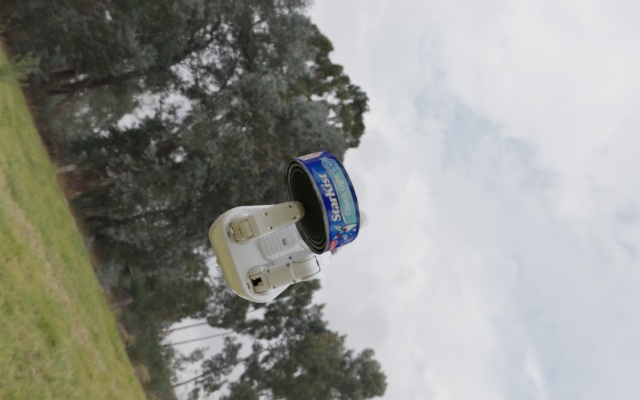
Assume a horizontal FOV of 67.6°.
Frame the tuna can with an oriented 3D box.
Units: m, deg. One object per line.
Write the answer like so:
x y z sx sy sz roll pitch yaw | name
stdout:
0.001 0.001 0.414 0.034 0.086 0.086 -18 6 -20 | tuna can
